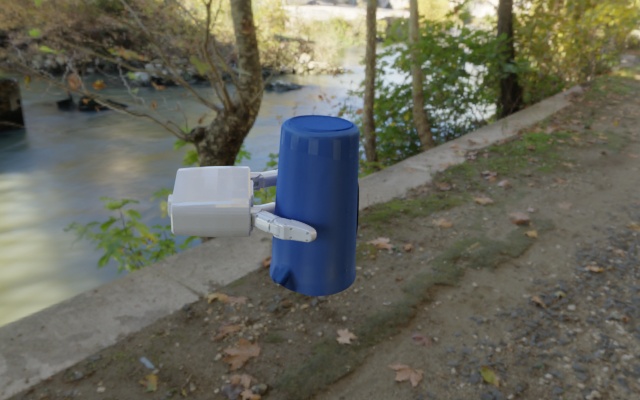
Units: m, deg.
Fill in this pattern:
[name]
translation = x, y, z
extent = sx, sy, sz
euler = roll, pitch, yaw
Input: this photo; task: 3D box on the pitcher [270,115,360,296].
[pitcher]
translation = 0.000, 0.002, 0.702
extent = 0.145, 0.243, 0.149
euler = 1, 23, -7
